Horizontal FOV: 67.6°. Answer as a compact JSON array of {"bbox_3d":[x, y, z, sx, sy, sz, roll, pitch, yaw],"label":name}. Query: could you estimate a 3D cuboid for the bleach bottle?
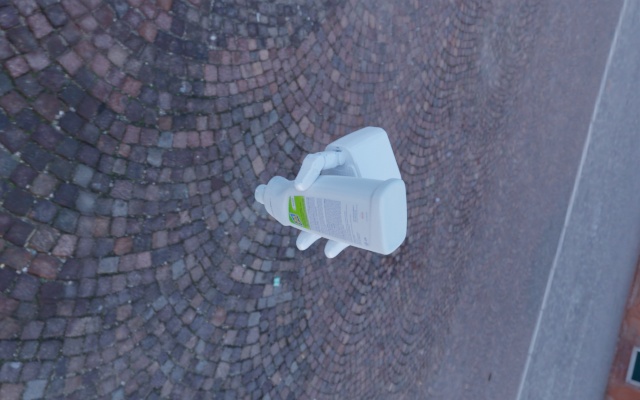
[{"bbox_3d":[0.000,0.002,0.697,0.251,0.103,0.068,12,30,37],"label":"bleach bottle"}]
